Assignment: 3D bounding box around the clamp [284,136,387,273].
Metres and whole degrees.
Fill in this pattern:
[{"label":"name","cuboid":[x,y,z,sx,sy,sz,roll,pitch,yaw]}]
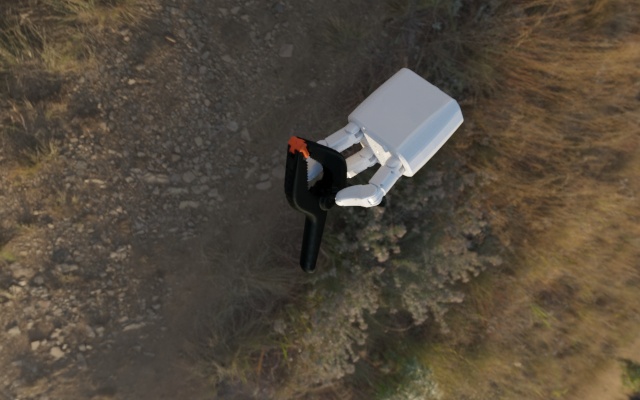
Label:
[{"label":"clamp","cuboid":[0.001,0.002,0.642,0.036,0.164,0.210,37,-10,42]}]
